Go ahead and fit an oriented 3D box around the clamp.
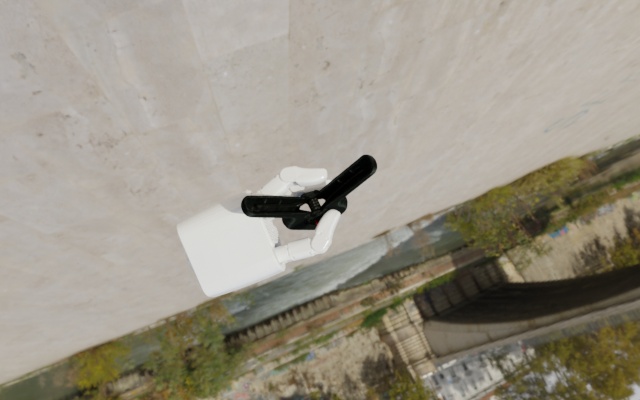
[{"bbox_3d":[0.000,0.003,0.634,0.164,0.036,0.210,-20,-15,4],"label":"clamp"}]
